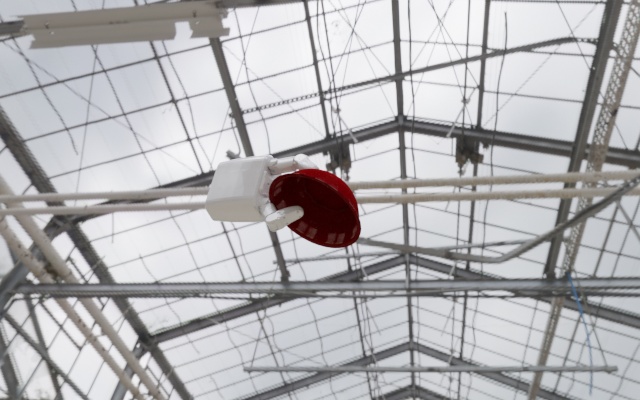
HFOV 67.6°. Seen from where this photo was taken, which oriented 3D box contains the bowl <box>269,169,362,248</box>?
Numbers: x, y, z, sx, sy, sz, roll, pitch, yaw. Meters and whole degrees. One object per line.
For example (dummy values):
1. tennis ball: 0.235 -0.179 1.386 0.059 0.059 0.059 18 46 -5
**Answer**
1. bowl: 0.002 0.003 0.763 0.162 0.162 0.055 0 42 37
